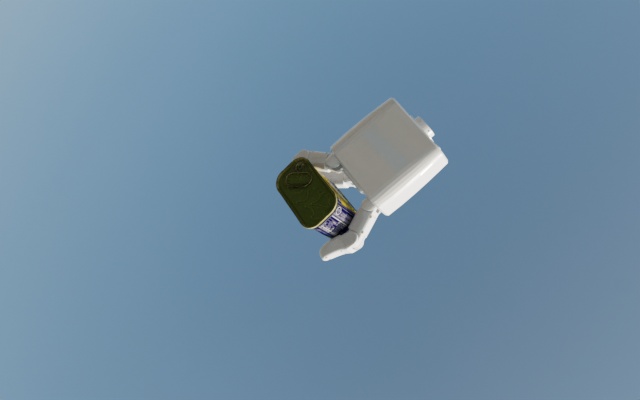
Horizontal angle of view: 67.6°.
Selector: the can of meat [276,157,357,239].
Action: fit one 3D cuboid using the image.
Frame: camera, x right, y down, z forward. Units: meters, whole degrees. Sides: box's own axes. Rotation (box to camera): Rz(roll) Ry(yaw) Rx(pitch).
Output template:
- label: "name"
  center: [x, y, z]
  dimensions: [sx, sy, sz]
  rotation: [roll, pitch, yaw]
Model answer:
- label: "can of meat"
  center: [0.000, 0.002, 0.635]
  dimensions: [0.102, 0.057, 0.084]
  rotation: [53, 11, 35]
